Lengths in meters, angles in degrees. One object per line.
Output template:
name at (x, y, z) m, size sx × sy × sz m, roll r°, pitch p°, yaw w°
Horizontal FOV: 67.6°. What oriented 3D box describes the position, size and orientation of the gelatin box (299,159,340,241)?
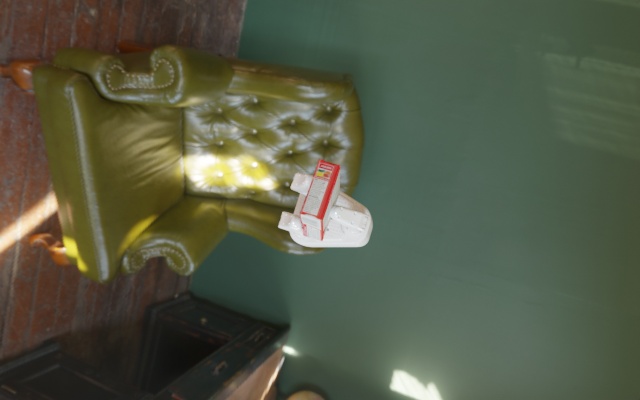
gelatin box at (0.001, 0.002, 0.589) m, size 0.030 × 0.073 × 0.089 m, roll 17°, pitch -19°, yaw 7°
